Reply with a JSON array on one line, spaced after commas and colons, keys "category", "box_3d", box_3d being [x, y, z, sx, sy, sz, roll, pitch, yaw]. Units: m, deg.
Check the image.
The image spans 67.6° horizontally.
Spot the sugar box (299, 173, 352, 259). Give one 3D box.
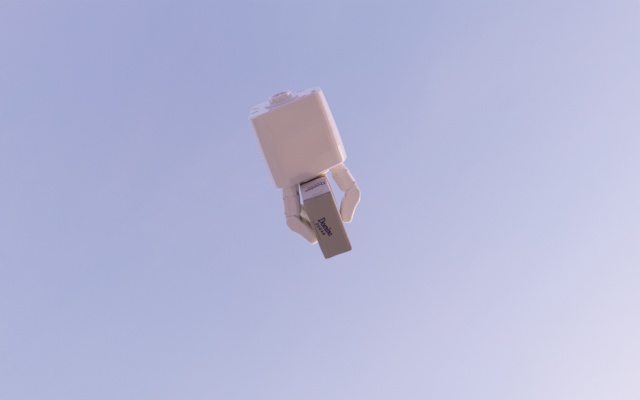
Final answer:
[{"category": "sugar box", "box_3d": [0.000, 0.002, 0.697, 0.048, 0.093, 0.176, -20, 22, 4]}]
